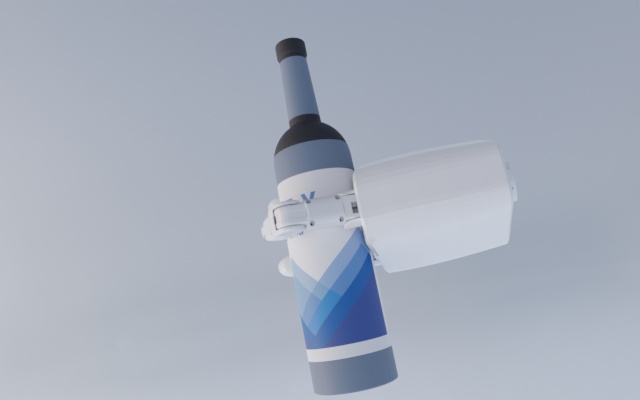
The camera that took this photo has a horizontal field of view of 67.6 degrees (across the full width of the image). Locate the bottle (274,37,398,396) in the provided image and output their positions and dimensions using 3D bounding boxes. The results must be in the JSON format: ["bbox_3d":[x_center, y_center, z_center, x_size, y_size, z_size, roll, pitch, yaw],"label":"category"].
[{"bbox_3d":[0.000,0.002,0.400,0.069,0.295,0.069,-11,-12,-2],"label":"bottle"}]
